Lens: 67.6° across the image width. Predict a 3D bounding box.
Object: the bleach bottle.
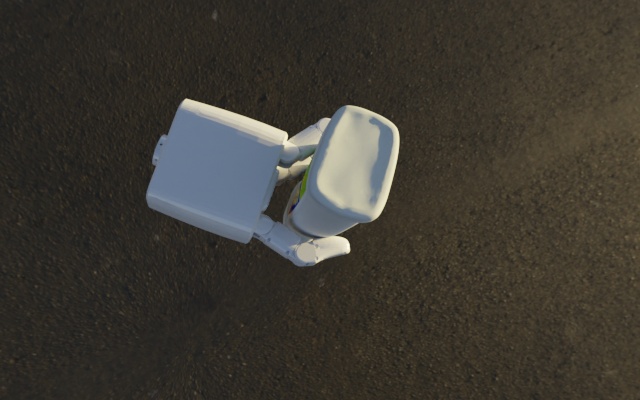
[{"bbox_3d":[0.000,0.002,0.503,0.068,0.102,0.251,22,-21,-8],"label":"bleach bottle"}]
